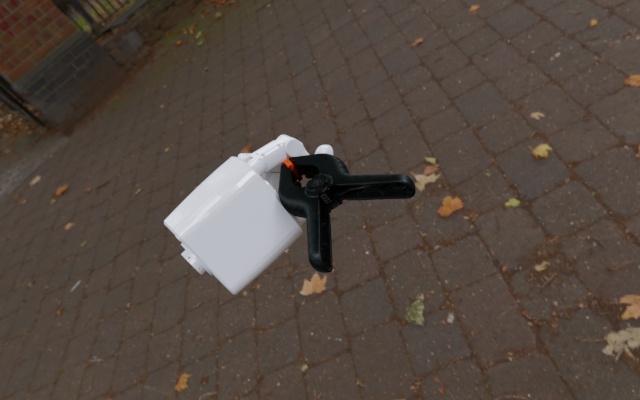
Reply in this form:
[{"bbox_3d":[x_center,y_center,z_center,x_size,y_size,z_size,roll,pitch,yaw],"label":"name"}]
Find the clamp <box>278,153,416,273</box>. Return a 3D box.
[{"bbox_3d":[0.000,0.001,0.483,0.120,0.039,0.171,-42,35,-18],"label":"clamp"}]
